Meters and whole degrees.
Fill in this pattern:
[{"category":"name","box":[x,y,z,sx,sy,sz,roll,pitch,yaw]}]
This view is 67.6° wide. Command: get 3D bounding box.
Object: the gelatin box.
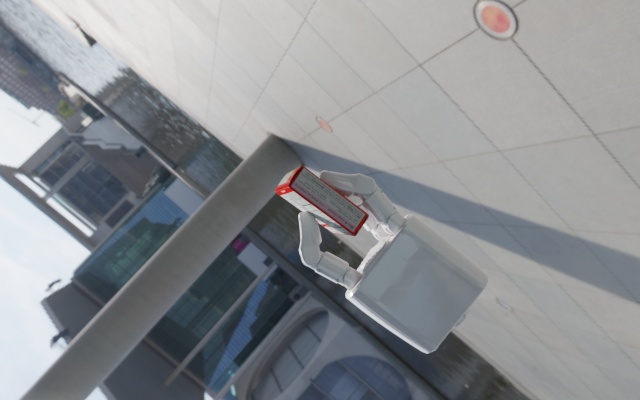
[{"category":"gelatin box","box":[0.000,0.002,0.513,0.089,0.030,0.073,36,-11,-11]}]
